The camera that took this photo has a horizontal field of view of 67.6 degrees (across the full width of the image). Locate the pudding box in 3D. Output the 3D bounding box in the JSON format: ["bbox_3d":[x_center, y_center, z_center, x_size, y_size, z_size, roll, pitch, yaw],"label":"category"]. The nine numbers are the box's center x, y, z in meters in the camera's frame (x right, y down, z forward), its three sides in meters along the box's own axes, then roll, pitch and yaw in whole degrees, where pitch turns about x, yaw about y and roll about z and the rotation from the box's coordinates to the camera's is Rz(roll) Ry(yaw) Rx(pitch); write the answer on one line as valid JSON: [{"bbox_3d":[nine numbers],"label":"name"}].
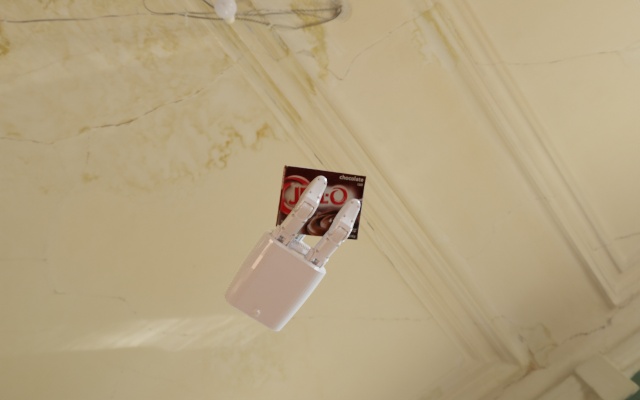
[{"bbox_3d":[0.000,0.002,0.655,0.113,0.090,0.039,6,7,-10],"label":"pudding box"}]
